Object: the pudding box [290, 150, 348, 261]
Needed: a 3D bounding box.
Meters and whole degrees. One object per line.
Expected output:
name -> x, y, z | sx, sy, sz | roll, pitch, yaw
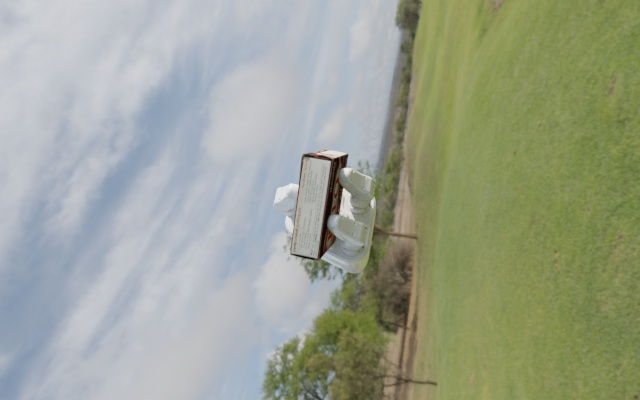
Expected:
pudding box -> 0.000, 0.002, 0.537 | 0.039, 0.113, 0.090 | 8, 10, 11
